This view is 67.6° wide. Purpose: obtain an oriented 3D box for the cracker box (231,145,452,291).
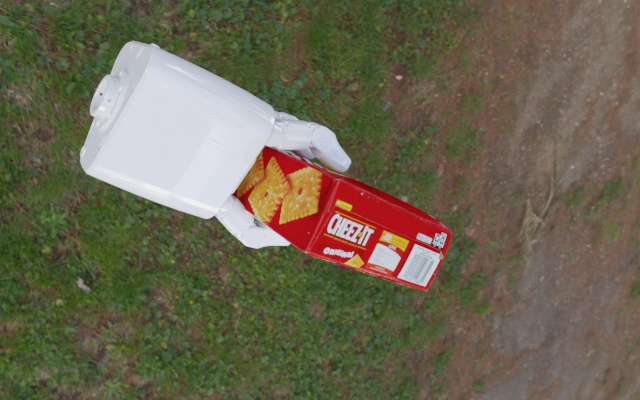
[{"bbox_3d":[0.000,0.002,0.481,0.164,0.072,0.213,23,5,-39],"label":"cracker box"}]
